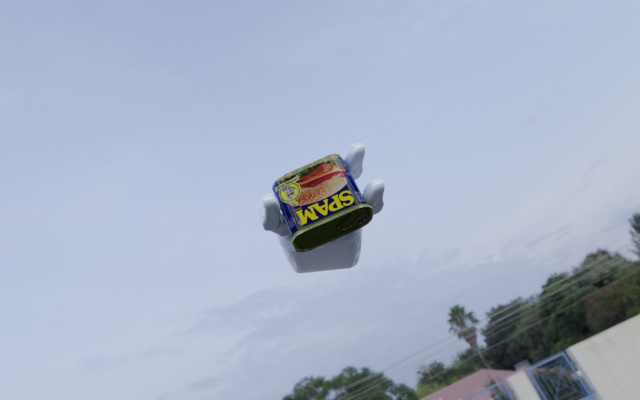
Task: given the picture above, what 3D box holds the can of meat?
[{"bbox_3d":[0.000,0.002,0.581,0.102,0.084,0.057,-23,-28,-4],"label":"can of meat"}]
